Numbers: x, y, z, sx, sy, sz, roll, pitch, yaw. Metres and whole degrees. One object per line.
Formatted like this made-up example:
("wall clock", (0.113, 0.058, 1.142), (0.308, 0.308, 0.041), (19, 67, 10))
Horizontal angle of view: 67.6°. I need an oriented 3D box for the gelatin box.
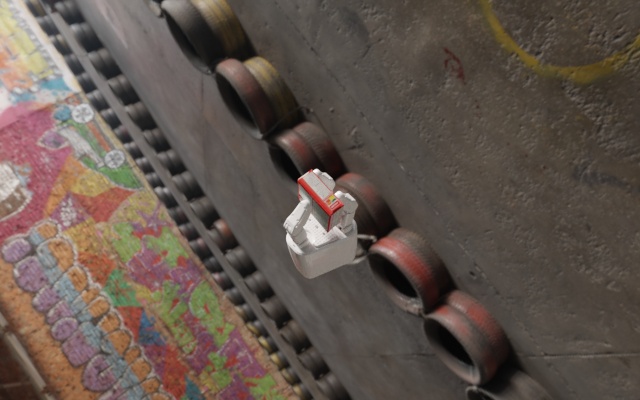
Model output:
("gelatin box", (0.000, 0.003, 0.723), (0.030, 0.073, 0.089), (-38, -15, -13))
